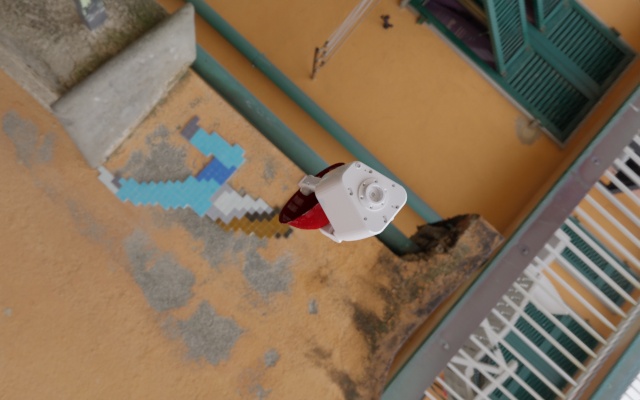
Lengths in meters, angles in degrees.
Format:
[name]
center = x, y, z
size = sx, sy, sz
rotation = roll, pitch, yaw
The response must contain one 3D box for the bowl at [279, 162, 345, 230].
[bowl]
center = 0.000, 0.003, 0.884
size = 0.162, 0.055, 0.162
rotation = -37, 18, 14
